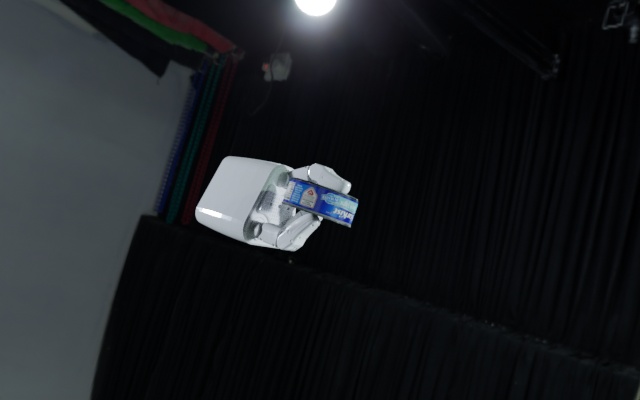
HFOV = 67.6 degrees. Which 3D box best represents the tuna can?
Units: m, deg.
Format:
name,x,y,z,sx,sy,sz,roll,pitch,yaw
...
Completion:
name,x,y,z,sx,sy,sz,roll,pitch,yaw
tuna can,0.000,0.001,0.559,0.086,0.034,0.086,19,-2,1
